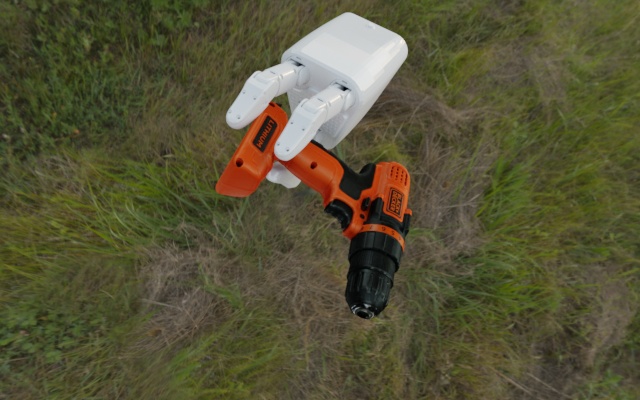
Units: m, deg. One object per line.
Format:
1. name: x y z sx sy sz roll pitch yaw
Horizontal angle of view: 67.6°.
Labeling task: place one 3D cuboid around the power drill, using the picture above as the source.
1. power drill: 0.000 0.001 0.458 0.188 0.184 0.057 30 -45 -14
